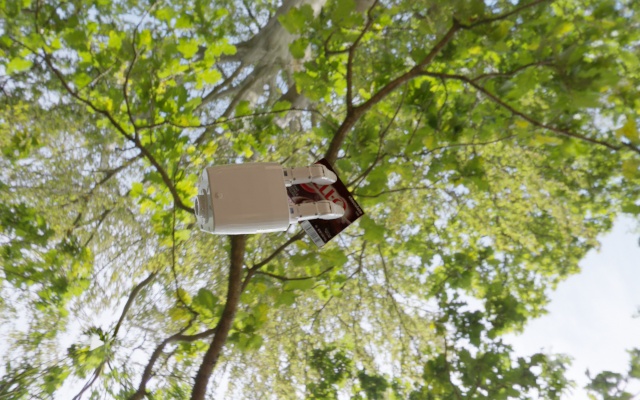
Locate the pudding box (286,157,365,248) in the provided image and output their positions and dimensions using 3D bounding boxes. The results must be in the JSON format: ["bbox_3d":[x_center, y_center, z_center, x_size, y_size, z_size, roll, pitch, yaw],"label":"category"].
[{"bbox_3d":[0.000,0.002,0.737,0.090,0.113,0.039,-35,1,-29],"label":"pudding box"}]
